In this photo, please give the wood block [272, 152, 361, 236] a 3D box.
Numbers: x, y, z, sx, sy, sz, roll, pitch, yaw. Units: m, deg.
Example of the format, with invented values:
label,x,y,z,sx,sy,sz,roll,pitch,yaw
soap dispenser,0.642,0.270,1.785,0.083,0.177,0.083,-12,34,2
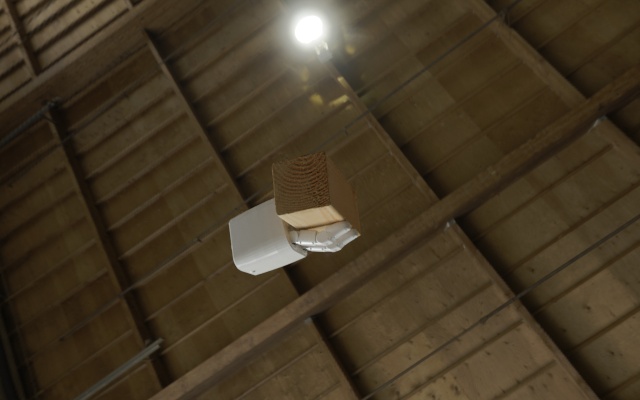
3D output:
label,x,y,z,sx,sy,sz,roll,pitch,yaw
wood block,0.000,0.003,0.817,0.090,0.090,0.206,-11,-19,14
